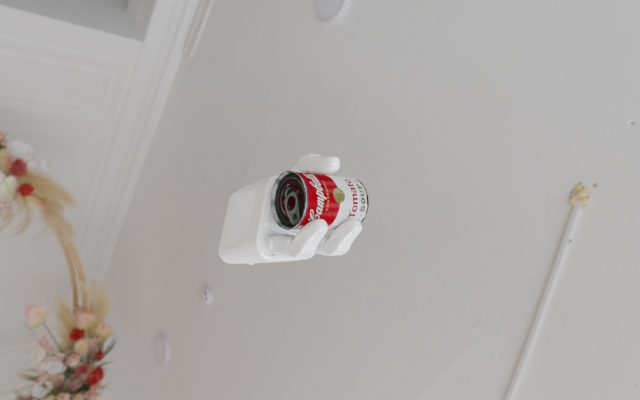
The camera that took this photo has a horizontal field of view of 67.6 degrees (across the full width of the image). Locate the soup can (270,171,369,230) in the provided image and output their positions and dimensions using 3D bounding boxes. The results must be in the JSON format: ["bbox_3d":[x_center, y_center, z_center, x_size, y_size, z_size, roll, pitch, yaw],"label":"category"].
[{"bbox_3d":[0.001,0.002,0.578,0.102,0.068,0.068,3,-2,-41],"label":"soup can"}]
